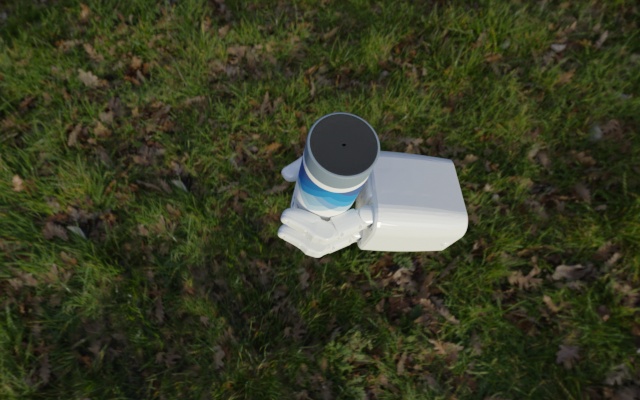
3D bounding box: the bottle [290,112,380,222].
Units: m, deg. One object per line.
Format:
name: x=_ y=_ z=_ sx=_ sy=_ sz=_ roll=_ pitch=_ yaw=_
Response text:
bottle: x=0.000 y=0.002 z=0.560 sx=0.069 sy=0.069 sz=0.296 roll=0 pitch=-21 yaw=-9
